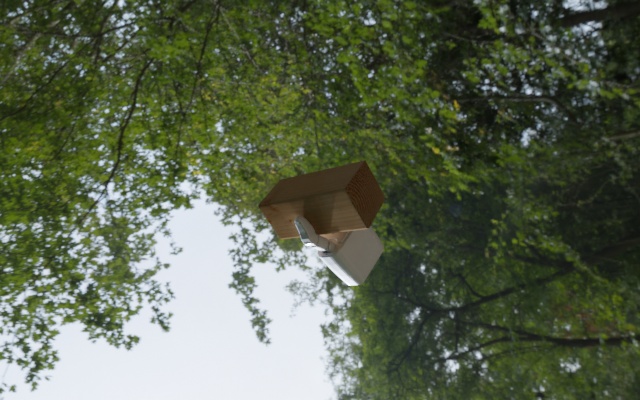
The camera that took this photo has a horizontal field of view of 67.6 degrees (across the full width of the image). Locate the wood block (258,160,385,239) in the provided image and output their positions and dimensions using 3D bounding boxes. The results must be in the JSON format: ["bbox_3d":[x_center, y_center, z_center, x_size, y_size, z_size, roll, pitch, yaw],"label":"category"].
[{"bbox_3d":[0.000,0.003,0.883,0.206,0.090,0.090,-11,31,38],"label":"wood block"}]
